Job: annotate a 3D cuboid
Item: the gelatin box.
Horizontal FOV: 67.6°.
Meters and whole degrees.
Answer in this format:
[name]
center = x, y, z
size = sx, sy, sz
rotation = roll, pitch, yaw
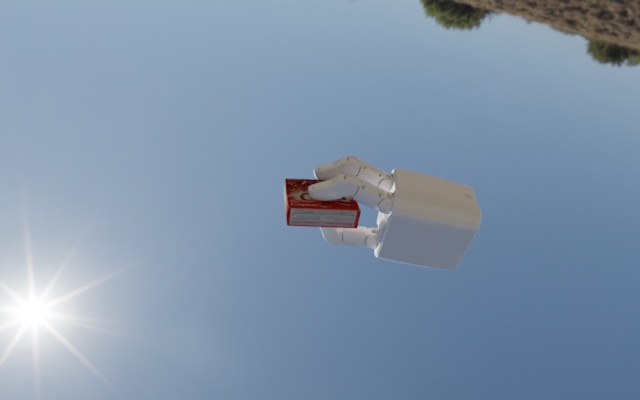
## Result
[gelatin box]
center = 0.000, 0.002, 0.598
size = 0.089, 0.030, 0.073
rotation = 2, 31, -9
